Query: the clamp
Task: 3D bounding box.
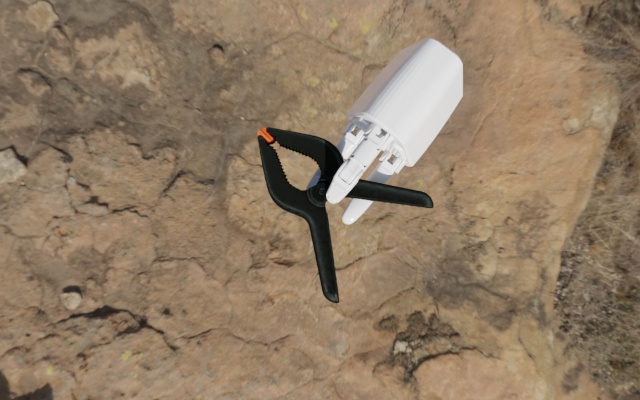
[{"bbox_3d":[0.000,0.001,0.547,0.210,0.164,0.036,38,-2,3],"label":"clamp"}]
